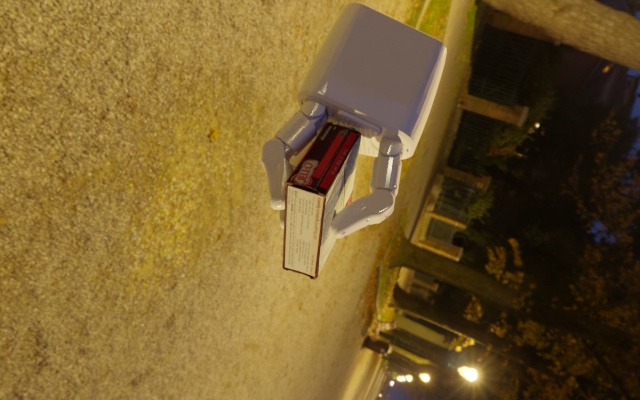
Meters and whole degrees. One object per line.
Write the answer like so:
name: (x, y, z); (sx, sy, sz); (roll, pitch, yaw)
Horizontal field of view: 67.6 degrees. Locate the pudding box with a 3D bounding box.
pudding box: (0.000, 0.001, 0.426); (0.039, 0.114, 0.090); (18, 46, 14)
